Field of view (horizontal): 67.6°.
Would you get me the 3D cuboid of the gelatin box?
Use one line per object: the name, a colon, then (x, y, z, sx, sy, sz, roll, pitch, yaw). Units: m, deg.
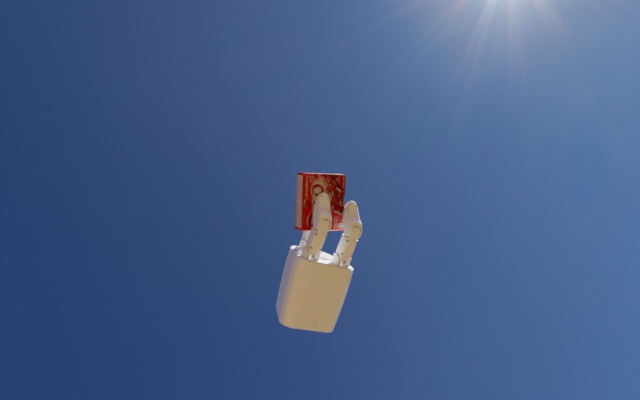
gelatin box: (0.000, 0.002, 0.741, 0.073, 0.089, 0.030, 1, 4, -24)
